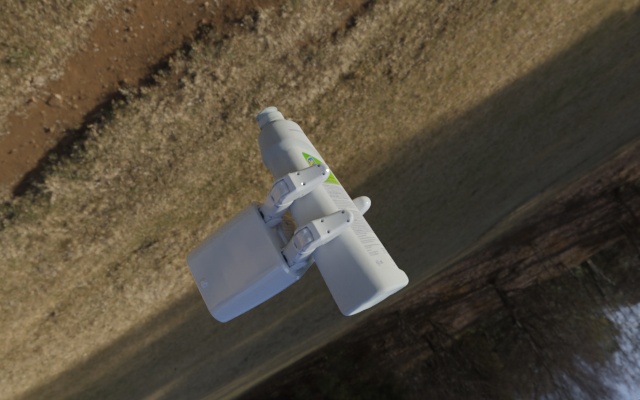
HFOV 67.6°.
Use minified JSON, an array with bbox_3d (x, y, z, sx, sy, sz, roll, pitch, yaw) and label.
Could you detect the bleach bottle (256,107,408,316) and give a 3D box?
[{"bbox_3d":[0.000,0.002,0.540,0.068,0.250,0.102,-35,-17,16],"label":"bleach bottle"}]
